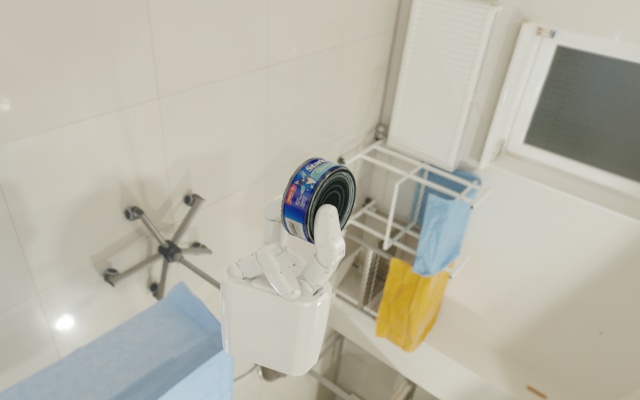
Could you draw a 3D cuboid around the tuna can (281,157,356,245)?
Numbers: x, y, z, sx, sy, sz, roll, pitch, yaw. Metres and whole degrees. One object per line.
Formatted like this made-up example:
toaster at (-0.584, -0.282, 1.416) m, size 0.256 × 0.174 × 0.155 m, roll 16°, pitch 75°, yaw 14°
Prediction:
tuna can at (0.001, 0.002, 0.485) m, size 0.033 × 0.086 × 0.086 m, roll 21°, pitch 12°, yaw 32°
